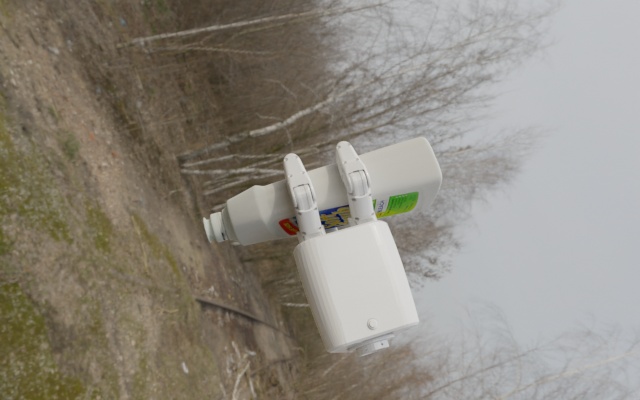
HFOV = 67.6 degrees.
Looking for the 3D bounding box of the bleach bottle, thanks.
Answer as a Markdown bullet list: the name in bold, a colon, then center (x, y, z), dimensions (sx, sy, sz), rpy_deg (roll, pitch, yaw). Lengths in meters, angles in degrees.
- **bleach bottle**: center (0.000, 0.002, 0.526), dimensions (0.251, 0.068, 0.103), rpy_deg (-15, -21, -7)
